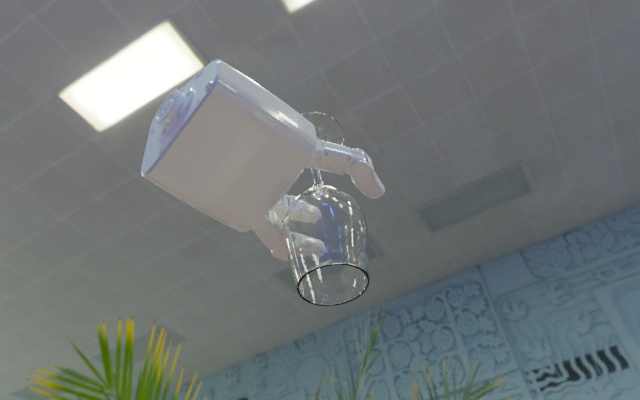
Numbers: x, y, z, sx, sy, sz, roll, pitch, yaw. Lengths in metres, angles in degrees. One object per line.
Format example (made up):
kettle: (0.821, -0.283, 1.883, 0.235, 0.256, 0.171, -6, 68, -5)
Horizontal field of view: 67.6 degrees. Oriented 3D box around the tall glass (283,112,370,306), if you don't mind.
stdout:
tall glass: (0.000, 0.001, 0.469, 0.079, 0.200, 0.079, -5, -44, -5)
